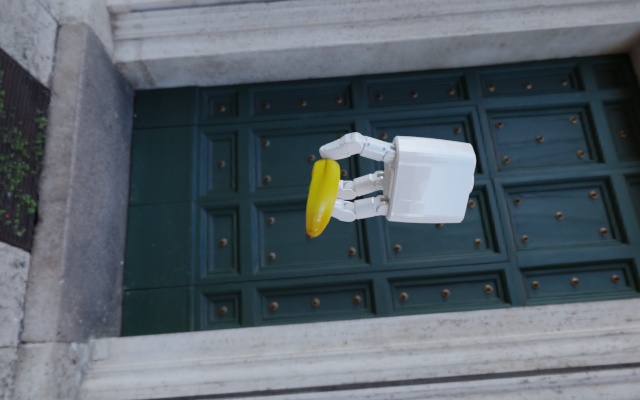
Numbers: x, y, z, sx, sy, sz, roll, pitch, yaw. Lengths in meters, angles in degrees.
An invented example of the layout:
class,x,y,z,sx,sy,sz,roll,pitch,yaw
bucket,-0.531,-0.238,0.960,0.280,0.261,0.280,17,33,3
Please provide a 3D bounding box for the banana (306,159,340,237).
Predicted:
class,x,y,z,sx,sy,sz,roll,pitch,yaw
banana,0.004,-0.016,0.625,0.037,0.070,0.197,12,17,-3
